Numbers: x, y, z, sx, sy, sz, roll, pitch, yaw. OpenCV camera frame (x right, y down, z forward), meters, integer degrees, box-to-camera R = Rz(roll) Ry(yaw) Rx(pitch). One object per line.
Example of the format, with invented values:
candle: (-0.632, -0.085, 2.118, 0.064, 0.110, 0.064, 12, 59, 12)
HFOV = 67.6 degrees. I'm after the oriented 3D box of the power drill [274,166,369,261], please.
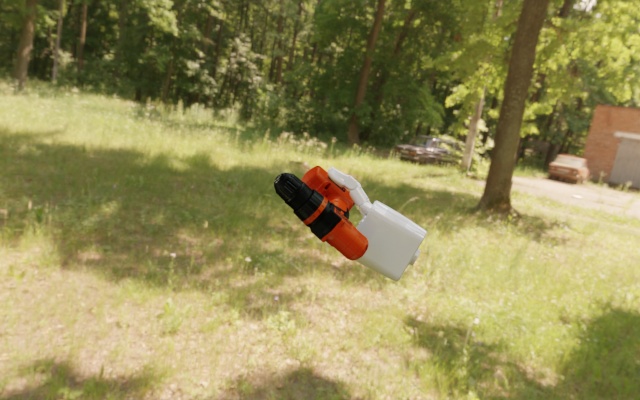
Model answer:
power drill: (0.000, 0.003, 0.807, 0.057, 0.184, 0.187, -42, 14, 15)
